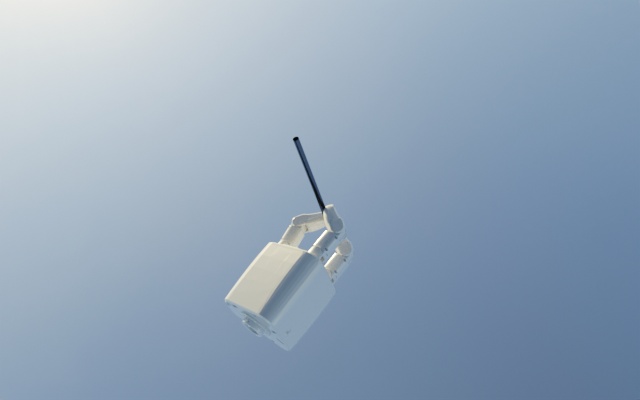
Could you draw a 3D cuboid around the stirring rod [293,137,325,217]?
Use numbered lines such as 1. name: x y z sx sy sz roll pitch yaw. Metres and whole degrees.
1. stirring rod: 0.000 0.002 0.678 0.011 0.011 0.240 0 -41 20
